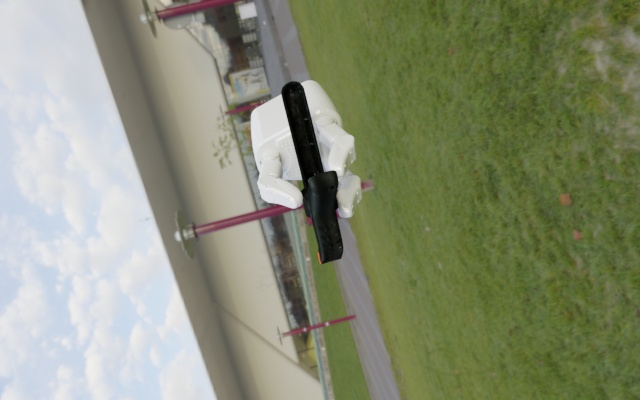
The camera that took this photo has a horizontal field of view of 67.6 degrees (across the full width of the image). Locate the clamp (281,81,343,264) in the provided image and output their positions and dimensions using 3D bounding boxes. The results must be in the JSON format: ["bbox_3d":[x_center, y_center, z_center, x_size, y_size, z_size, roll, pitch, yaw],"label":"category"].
[{"bbox_3d":[-0.001,0.002,0.500,0.036,0.210,0.164,-14,37,-3],"label":"clamp"}]
